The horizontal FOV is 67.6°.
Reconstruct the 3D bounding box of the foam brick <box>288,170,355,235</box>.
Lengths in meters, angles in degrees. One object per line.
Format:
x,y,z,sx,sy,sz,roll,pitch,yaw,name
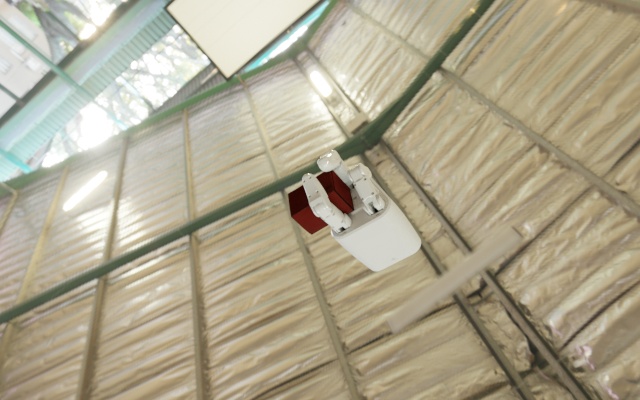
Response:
0.000,0.002,0.688,0.078,0.053,0.051,-30,-51,19,foam brick
